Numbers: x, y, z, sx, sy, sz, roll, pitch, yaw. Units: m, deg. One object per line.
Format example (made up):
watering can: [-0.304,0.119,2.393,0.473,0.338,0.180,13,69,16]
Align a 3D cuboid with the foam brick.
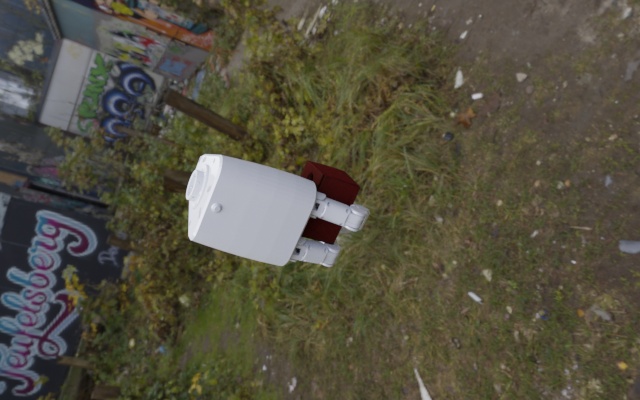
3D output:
foam brick: [0.000,0.002,0.548,0.051,0.078,0.053,18,15,-27]
